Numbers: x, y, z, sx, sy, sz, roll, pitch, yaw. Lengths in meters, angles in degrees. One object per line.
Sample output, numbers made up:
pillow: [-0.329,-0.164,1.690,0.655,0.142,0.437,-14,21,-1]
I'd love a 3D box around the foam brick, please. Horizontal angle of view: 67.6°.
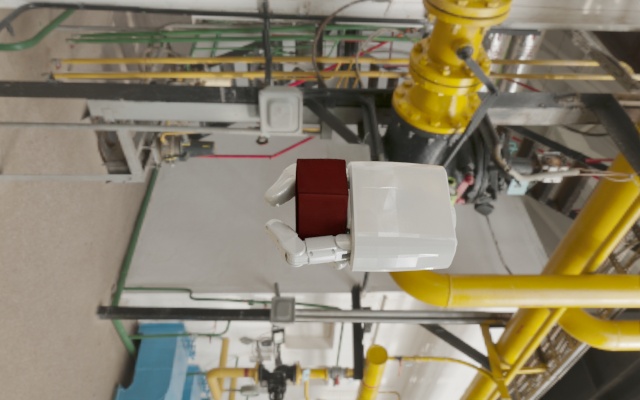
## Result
foam brick: [0.000,0.001,0.491,0.051,0.053,0.078,1,-44,-2]
